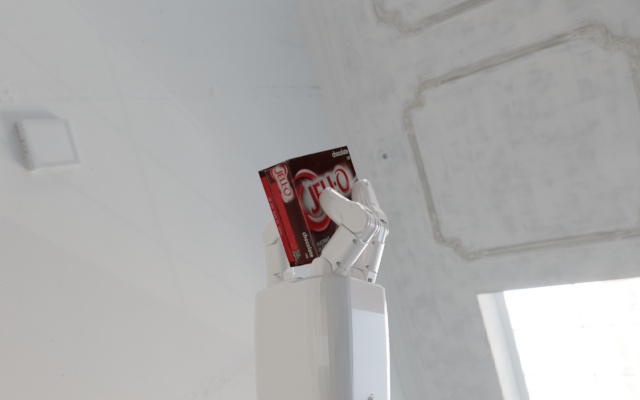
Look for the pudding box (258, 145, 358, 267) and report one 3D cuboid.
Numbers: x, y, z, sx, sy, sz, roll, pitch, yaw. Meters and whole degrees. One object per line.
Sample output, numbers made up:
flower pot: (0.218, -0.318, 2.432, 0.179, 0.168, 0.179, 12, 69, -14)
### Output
pudding box: (0.000, 0.002, 0.443, 0.039, 0.090, 0.113, -16, 4, 30)
